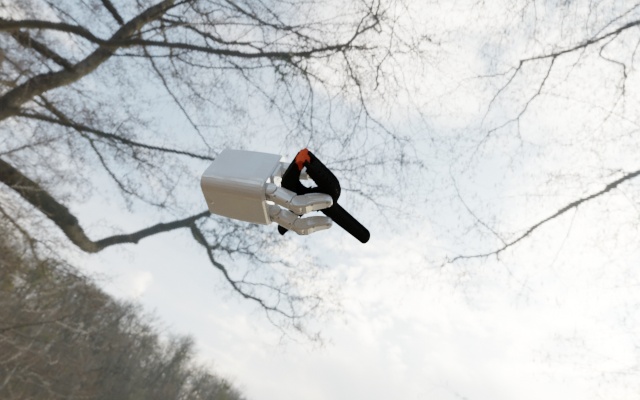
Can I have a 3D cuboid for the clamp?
[{"bbox_3d":[0.000,0.001,0.757,0.164,0.036,0.210,8,-37,10],"label":"clamp"}]
